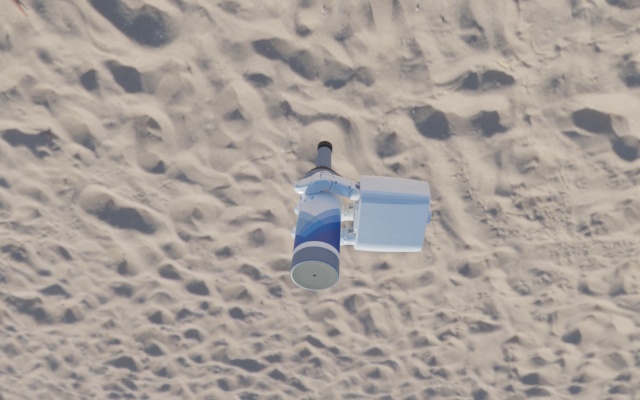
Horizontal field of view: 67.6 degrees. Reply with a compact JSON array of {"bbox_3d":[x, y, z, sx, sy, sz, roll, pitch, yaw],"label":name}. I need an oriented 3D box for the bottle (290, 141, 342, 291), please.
[{"bbox_3d":[0.000,0.003,0.752,0.069,0.069,0.295,0,43,4],"label":"bottle"}]
